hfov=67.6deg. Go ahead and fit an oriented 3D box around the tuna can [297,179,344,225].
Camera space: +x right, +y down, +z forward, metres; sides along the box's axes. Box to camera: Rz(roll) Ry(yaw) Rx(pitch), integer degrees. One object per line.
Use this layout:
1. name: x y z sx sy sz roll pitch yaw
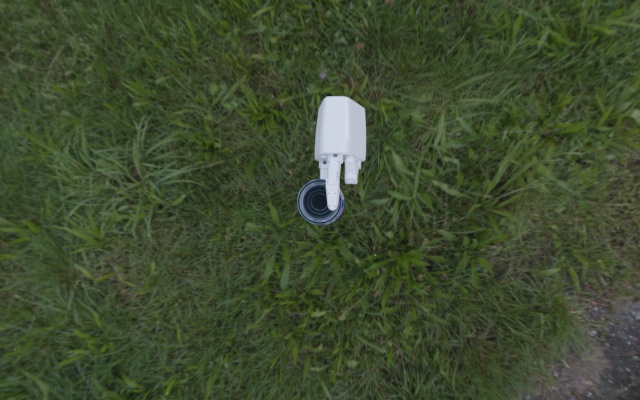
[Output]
1. tuna can: 0.000 0.003 0.882 0.086 0.086 0.034 0 -1 7
